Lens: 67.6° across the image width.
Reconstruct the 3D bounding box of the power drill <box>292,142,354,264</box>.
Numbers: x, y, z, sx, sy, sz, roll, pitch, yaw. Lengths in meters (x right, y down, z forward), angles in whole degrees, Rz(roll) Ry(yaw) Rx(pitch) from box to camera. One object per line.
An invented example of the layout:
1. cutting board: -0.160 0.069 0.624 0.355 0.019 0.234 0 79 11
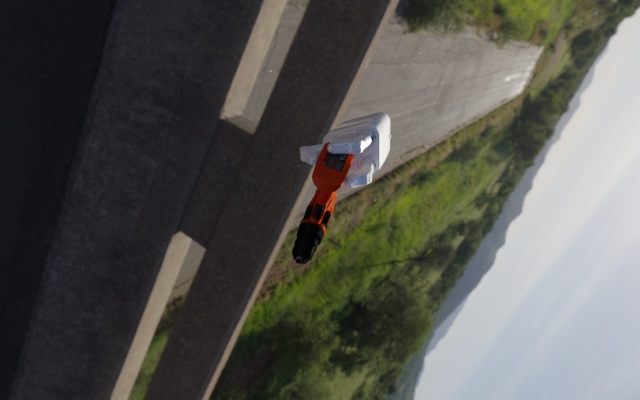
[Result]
1. power drill: 0.000 0.002 0.866 0.057 0.184 0.188 20 -40 0
